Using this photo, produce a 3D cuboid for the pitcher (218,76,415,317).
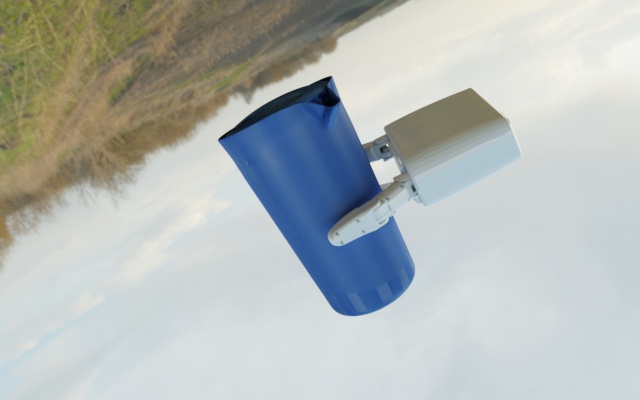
[{"bbox_3d":[0.000,0.002,0.525,0.145,0.243,0.149,-27,16,7],"label":"pitcher"}]
